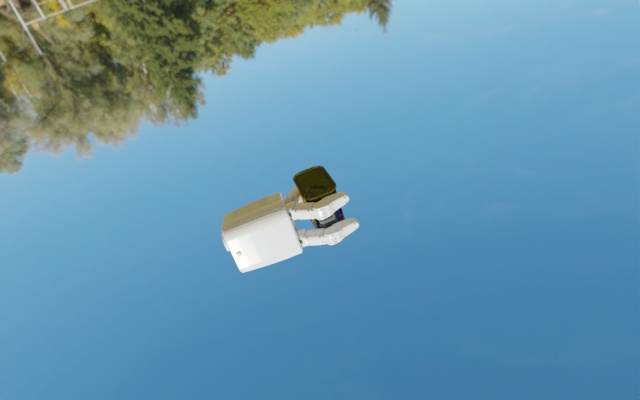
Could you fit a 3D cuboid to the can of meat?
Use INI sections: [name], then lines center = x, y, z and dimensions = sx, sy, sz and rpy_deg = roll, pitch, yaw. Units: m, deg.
[can of meat]
center = 0.000, 0.003, 0.799
dimensions = 0.057, 0.084, 0.102
rpy_deg = -22, 31, -6
